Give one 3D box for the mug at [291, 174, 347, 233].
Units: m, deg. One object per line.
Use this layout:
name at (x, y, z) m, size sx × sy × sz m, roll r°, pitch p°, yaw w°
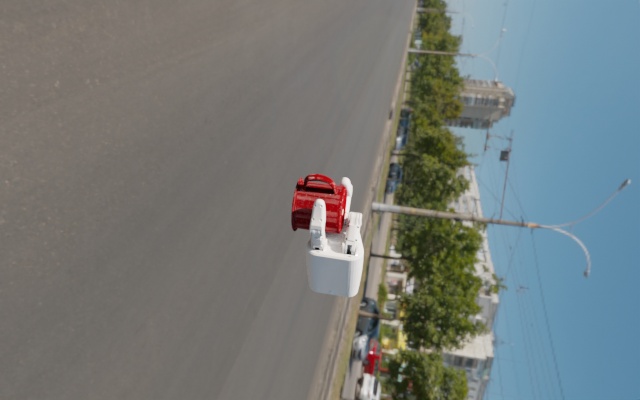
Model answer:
mug at (0.000, 0.002, 0.806) m, size 0.081 × 0.117 × 0.093 m, roll 7°, pitch 42°, yaw 8°
